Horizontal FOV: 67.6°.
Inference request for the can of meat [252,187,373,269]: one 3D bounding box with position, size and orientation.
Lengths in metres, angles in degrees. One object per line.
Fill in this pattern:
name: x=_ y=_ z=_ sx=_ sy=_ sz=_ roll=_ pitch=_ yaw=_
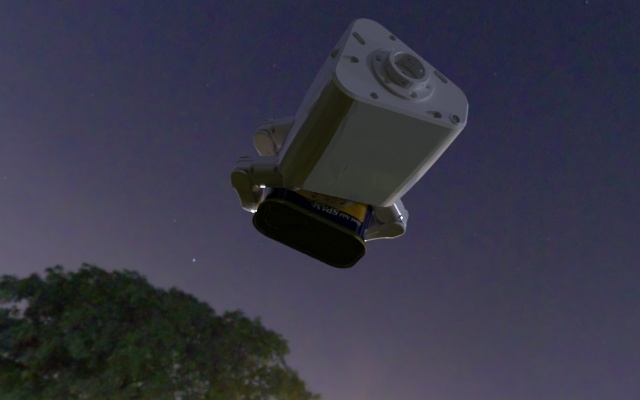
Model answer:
can of meat: x=0.000 y=0.001 z=0.445 sx=0.102 sy=0.084 sz=0.057 roll=25 pitch=-38 yaw=-7
